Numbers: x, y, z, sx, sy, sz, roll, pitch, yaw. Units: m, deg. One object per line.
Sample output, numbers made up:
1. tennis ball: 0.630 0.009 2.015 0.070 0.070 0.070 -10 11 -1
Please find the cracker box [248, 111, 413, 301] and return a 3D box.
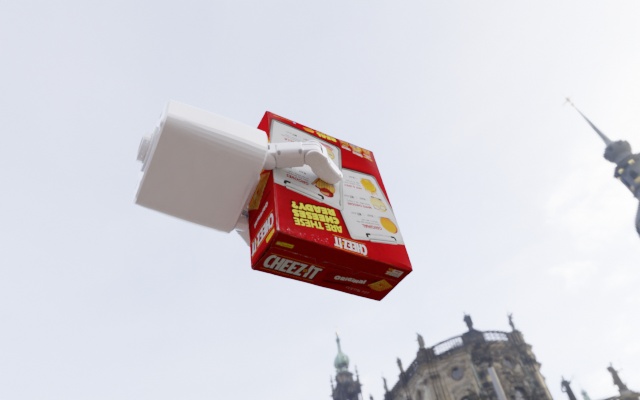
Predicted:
1. cracker box: 0.000 0.002 0.565 0.164 0.072 0.213 18 37 -24
